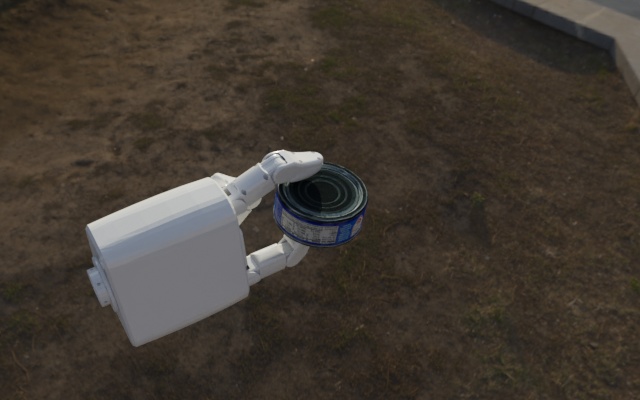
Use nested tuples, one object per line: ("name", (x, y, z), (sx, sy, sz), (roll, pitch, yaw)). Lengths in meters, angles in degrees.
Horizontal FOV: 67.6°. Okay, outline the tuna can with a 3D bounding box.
("tuna can", (0.000, 0.001, 0.442), (0.086, 0.034, 0.086), (6, 42, -5))
